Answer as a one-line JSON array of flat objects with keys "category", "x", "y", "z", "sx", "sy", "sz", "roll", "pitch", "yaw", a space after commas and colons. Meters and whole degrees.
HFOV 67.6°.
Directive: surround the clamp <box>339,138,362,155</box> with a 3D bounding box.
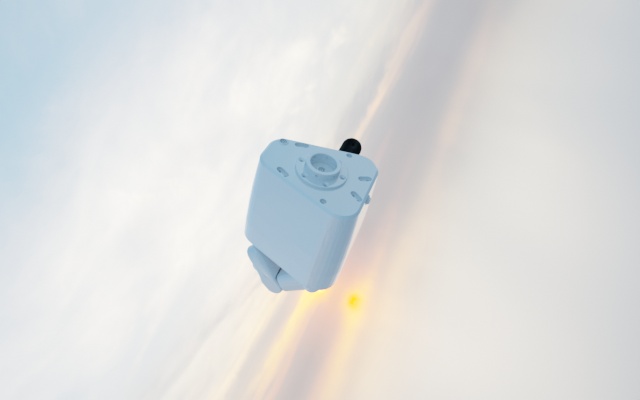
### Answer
[{"category": "clamp", "x": -0.001, "y": 0.002, "z": 0.574, "sx": 0.039, "sy": 0.120, "sz": 0.171, "roll": 24, "pitch": 45, "yaw": 6}]
